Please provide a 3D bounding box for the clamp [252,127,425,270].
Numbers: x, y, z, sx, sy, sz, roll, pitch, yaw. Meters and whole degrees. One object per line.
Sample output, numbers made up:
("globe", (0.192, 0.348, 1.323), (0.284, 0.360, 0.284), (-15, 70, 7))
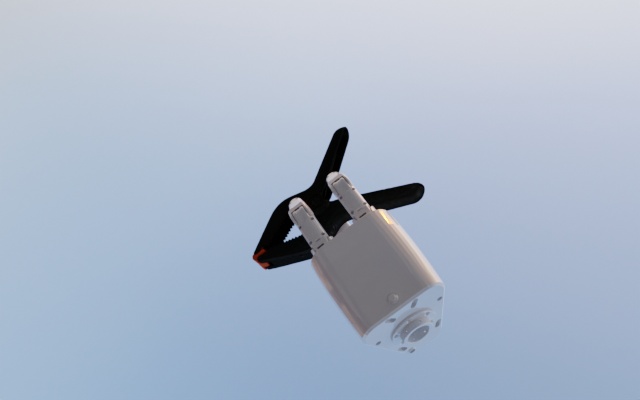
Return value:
("clamp", (0.000, 0.003, 0.589), (0.210, 0.164, 0.036), (-36, -43, 0))
